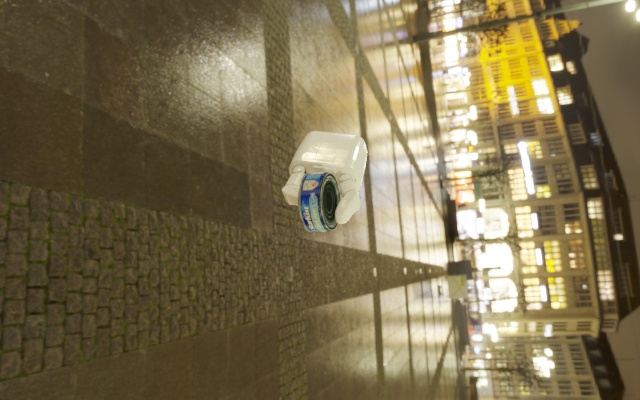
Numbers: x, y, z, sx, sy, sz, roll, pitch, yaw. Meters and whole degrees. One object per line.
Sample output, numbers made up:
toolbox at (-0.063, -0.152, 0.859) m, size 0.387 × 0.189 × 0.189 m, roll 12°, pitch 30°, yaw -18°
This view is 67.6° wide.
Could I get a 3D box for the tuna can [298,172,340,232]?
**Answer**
tuna can at (0.001, 0.002, 0.682) m, size 0.034 × 0.086 × 0.086 m, roll -2°, pitch -1°, yaw 21°
